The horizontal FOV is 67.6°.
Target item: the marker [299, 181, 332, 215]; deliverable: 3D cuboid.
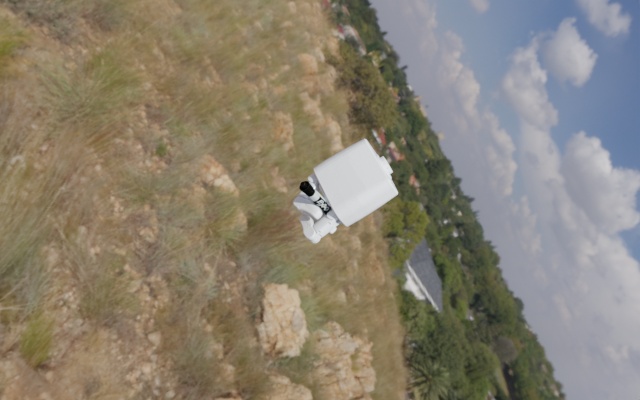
[{"bbox_3d":[0.000,0.003,0.794,0.020,0.020,0.121,0,-29,32],"label":"marker"}]
